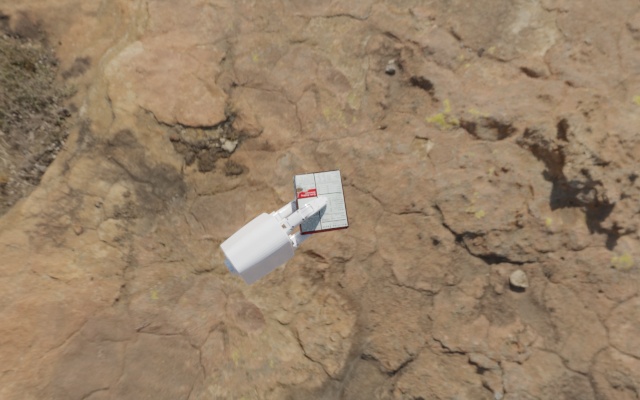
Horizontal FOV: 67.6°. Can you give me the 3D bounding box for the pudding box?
[{"bbox_3d":[0.000,0.003,0.883,0.090,0.113,0.039,-7,-7,-7],"label":"pudding box"}]
